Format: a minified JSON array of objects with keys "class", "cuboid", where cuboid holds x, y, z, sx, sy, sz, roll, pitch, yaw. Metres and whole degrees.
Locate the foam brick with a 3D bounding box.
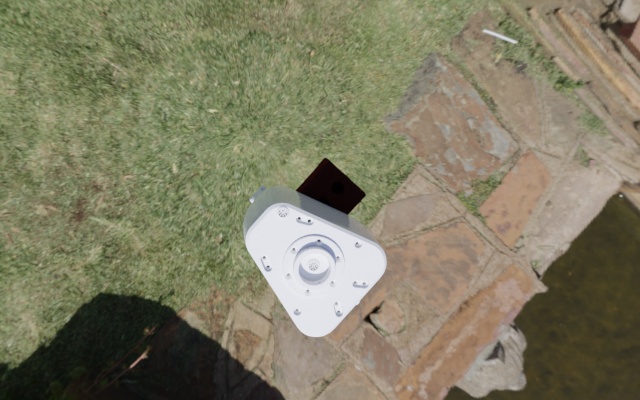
[{"class":"foam brick","cuboid":[0.000,0.001,0.496,0.053,0.078,0.051,42,1,-9]}]
